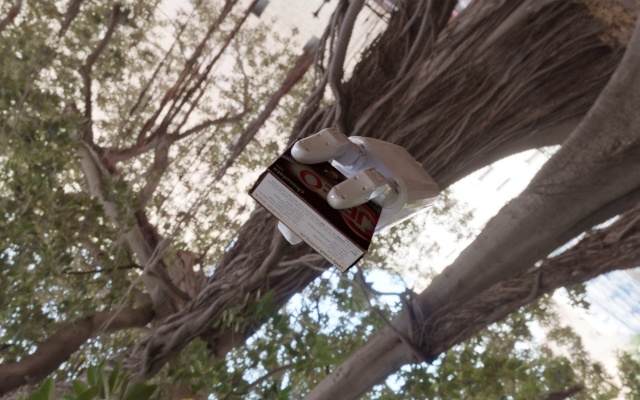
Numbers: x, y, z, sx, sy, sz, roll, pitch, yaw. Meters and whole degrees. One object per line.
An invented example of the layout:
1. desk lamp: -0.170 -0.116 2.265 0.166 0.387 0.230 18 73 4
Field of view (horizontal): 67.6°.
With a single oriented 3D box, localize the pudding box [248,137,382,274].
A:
1. pudding box: 0.000 0.002 0.441 0.113 0.039 0.090 38 28 -3
